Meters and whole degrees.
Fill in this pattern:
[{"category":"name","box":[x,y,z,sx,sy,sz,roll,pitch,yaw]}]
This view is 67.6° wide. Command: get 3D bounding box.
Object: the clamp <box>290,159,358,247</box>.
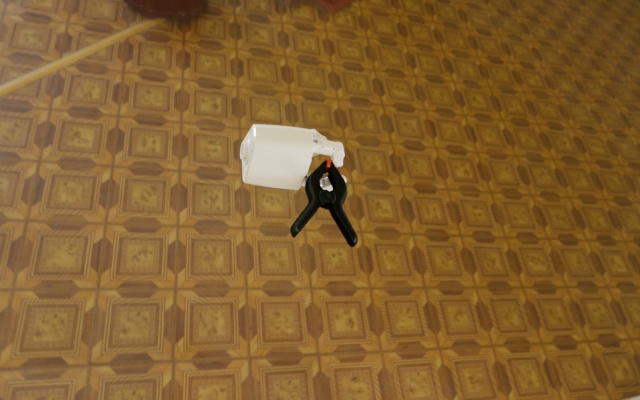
[{"category":"clamp","box":[0.000,0.002,0.855,0.120,0.171,0.039,6,-32,-23]}]
